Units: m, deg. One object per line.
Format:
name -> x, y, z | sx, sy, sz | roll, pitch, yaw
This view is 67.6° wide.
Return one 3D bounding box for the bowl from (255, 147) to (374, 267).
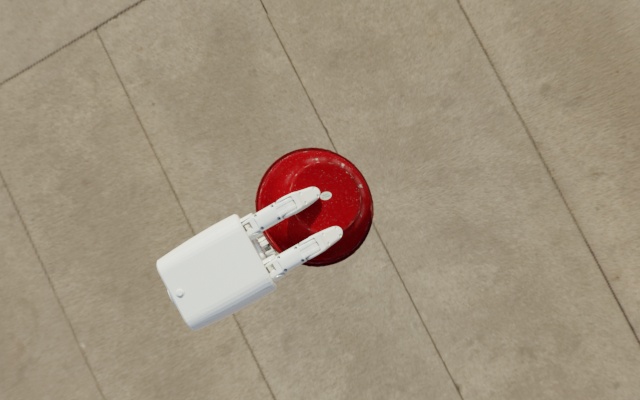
bowl -> 0.001, 0.001, 0.611 | 0.162, 0.162, 0.055 | 0, -12, -14
